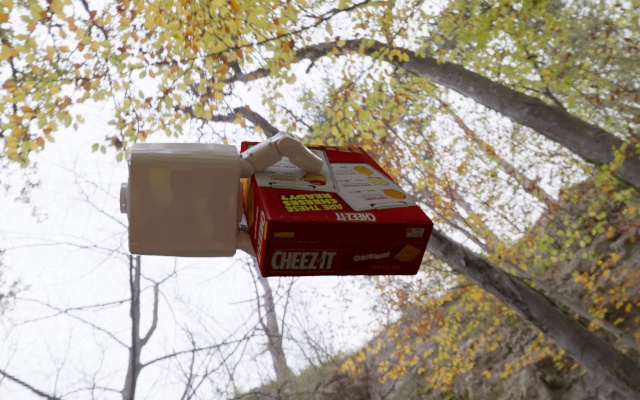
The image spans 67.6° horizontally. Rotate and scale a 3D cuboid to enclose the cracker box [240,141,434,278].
[{"bbox_3d":[0.000,0.002,0.535,0.164,0.072,0.213,1,26,-17],"label":"cracker box"}]
